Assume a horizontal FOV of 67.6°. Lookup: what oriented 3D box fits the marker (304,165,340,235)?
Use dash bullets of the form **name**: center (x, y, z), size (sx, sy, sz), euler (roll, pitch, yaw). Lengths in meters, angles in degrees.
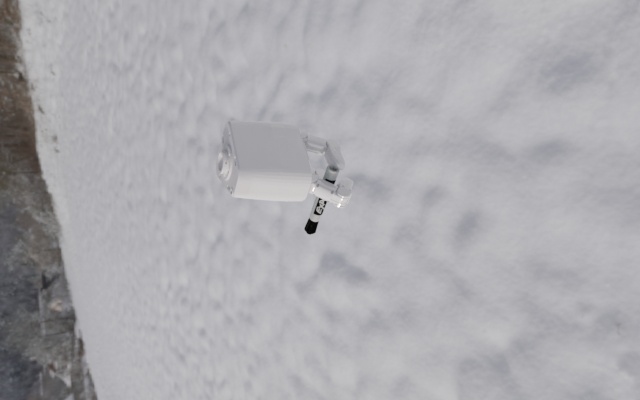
- **marker**: center (0.000, 0.002, 0.706), size (0.020, 0.121, 0.020), euler (15, 33, -10)
